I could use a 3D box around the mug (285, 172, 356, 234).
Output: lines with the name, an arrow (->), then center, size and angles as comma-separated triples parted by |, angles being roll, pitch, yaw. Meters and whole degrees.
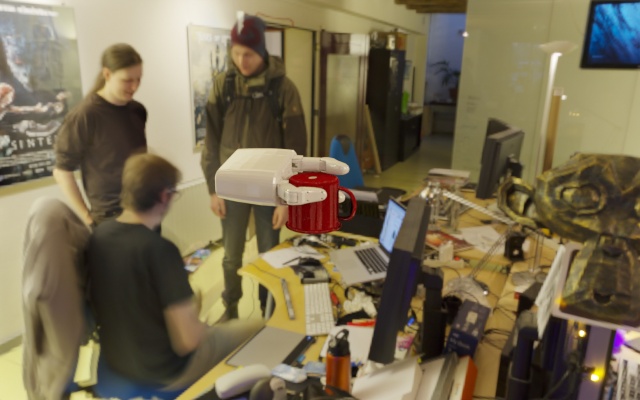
mug -> 0.001, 0.002, 0.769 | 0.117, 0.081, 0.093 | 5, 16, 17
